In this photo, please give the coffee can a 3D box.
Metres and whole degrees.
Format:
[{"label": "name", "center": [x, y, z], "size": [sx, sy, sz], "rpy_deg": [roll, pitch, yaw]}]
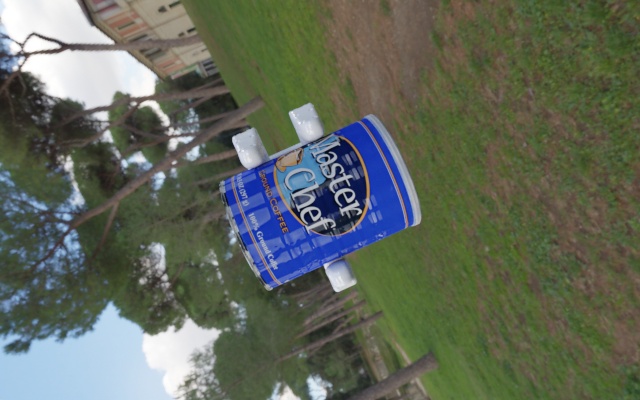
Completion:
[{"label": "coffee can", "center": [0.000, 0.001, 0.409], "size": [0.140, 0.103, 0.103], "rpy_deg": [-24, 1, -1]}]
